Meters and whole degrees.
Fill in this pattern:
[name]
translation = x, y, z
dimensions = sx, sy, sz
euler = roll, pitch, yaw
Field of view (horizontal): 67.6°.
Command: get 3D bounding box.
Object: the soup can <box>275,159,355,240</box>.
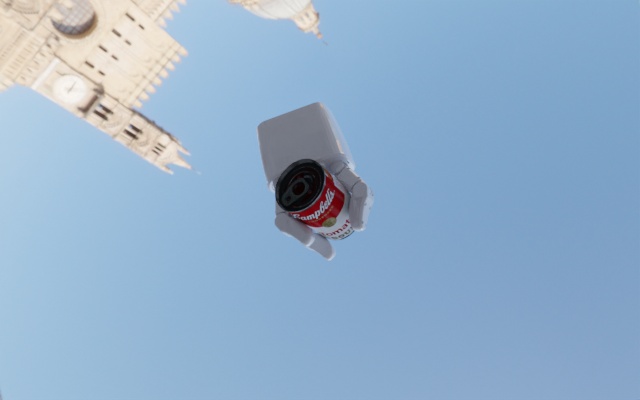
[soup can]
translation = 0.000, 0.002, 0.587
dimensions = 0.068, 0.068, 0.102
euler = 0, -23, 32
